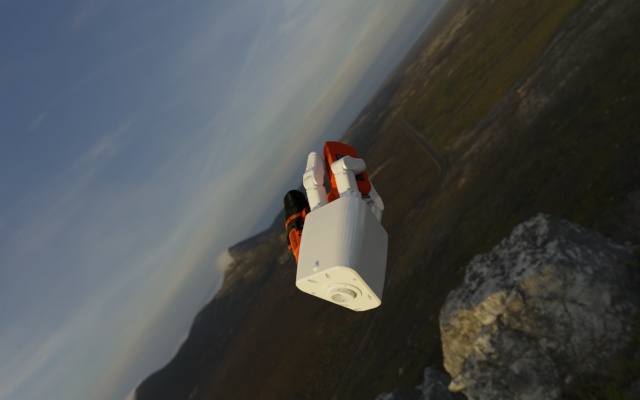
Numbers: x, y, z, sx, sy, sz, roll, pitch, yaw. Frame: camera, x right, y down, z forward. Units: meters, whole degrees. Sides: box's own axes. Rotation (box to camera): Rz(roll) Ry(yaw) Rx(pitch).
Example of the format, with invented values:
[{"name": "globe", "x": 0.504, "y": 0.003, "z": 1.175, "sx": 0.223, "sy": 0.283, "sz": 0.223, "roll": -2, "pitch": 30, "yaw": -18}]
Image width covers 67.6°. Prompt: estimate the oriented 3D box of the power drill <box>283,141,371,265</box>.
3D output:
[{"name": "power drill", "x": 0.000, "y": 0.002, "z": 0.745, "sx": 0.057, "sy": 0.188, "sz": 0.184, "roll": 7, "pitch": 41, "yaw": -27}]
